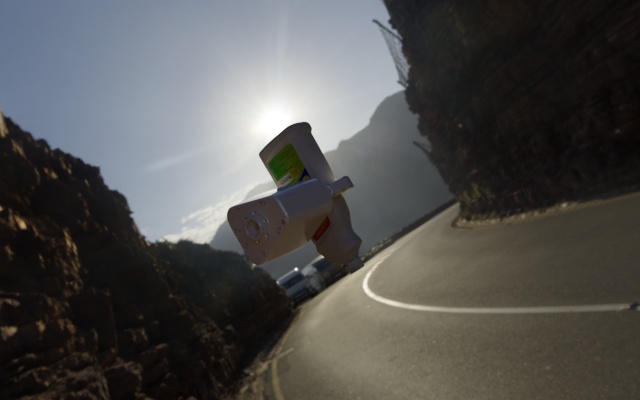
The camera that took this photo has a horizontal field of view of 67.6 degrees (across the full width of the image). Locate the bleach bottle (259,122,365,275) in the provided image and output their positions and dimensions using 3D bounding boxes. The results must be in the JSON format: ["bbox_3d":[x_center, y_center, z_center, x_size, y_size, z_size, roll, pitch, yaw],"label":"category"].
[{"bbox_3d":[0.000,0.003,0.780,0.102,0.251,0.068,-36,-8,36],"label":"bleach bottle"}]
